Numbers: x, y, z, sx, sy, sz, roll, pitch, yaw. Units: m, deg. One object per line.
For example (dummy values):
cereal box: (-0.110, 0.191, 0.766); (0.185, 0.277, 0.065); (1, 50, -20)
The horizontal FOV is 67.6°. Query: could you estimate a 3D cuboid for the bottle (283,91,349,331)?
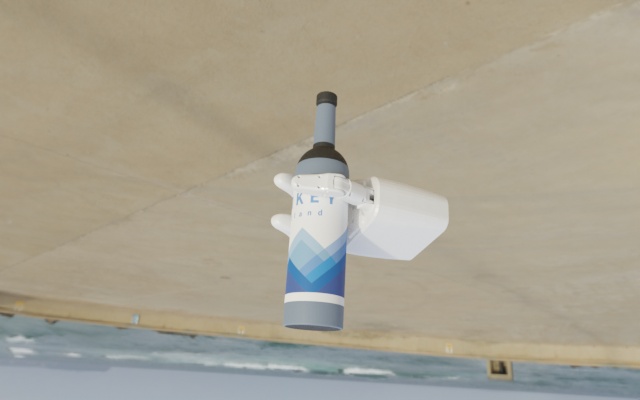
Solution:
bottle: (0.000, 0.002, 0.573); (0.069, 0.295, 0.069); (3, -20, 1)
